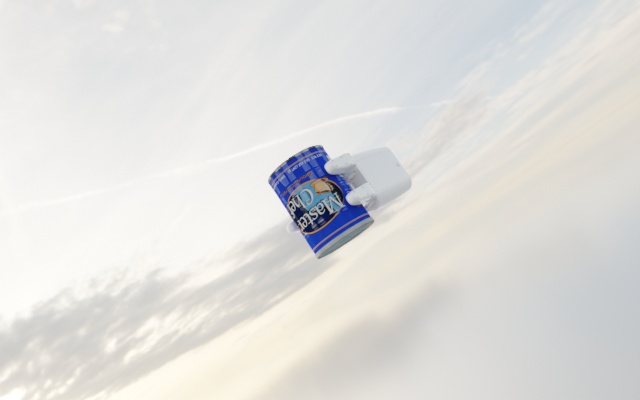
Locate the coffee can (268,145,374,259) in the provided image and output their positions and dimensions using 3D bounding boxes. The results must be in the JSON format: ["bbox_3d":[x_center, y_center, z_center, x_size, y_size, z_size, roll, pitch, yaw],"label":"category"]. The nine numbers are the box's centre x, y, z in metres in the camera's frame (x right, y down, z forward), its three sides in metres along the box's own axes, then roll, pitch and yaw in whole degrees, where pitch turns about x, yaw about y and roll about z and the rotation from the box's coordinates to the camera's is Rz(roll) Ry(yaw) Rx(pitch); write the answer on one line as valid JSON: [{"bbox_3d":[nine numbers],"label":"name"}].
[{"bbox_3d":[0.000,0.003,0.721,0.103,0.140,0.103,-32,-11,-7],"label":"coffee can"}]
